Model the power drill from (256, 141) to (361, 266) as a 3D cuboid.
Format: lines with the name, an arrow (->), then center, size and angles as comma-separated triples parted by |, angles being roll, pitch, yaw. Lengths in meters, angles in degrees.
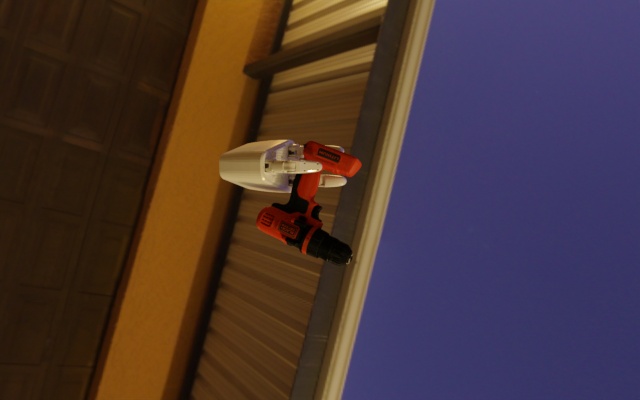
power drill -> 0.000, 0.002, 0.835 | 0.184, 0.187, 0.057 | 24, -7, 15
